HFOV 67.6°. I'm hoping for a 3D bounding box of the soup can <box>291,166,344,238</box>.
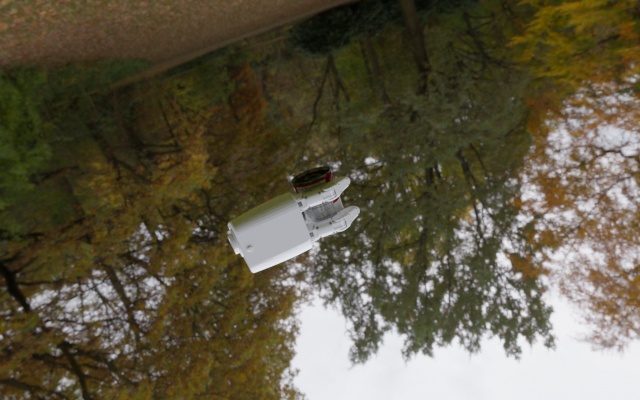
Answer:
[{"bbox_3d":[0.001,0.003,0.802,0.068,0.102,0.068,-18,19,6],"label":"soup can"}]
